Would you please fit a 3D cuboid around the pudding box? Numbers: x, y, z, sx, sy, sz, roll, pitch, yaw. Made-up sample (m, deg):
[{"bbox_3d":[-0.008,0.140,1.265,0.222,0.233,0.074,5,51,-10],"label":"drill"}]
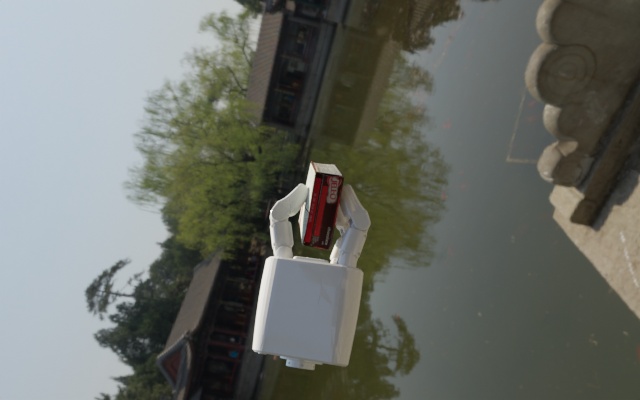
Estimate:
[{"bbox_3d":[0.000,0.002,0.597,0.039,0.090,0.113,10,11,-7],"label":"pudding box"}]
